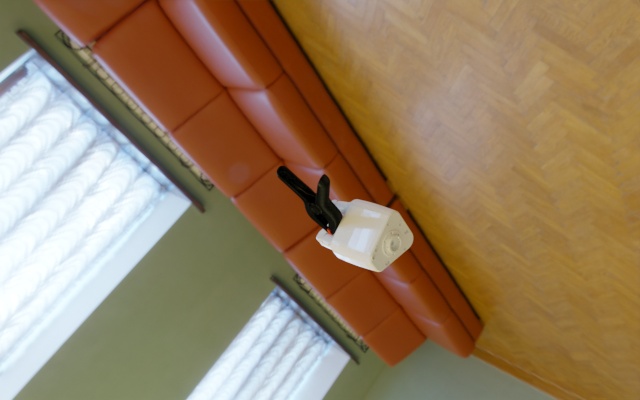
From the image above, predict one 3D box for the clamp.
[{"bbox_3d":[0.000,0.003,0.880,0.120,0.039,0.171,15,-30,51],"label":"clamp"}]
